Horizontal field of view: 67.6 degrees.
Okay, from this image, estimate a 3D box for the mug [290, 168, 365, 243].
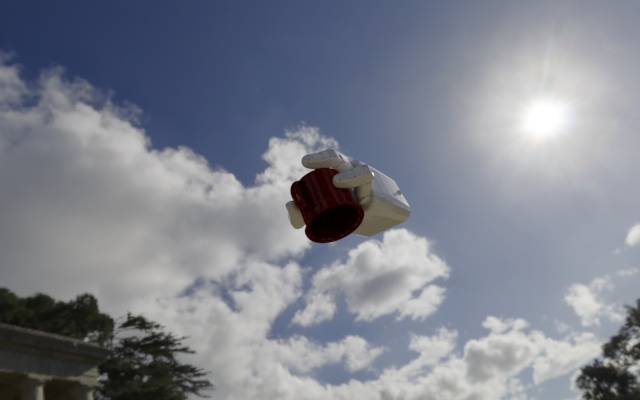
[{"bbox_3d":[-0.001,0.002,0.716,0.117,0.081,0.093,17,-52,-41],"label":"mug"}]
